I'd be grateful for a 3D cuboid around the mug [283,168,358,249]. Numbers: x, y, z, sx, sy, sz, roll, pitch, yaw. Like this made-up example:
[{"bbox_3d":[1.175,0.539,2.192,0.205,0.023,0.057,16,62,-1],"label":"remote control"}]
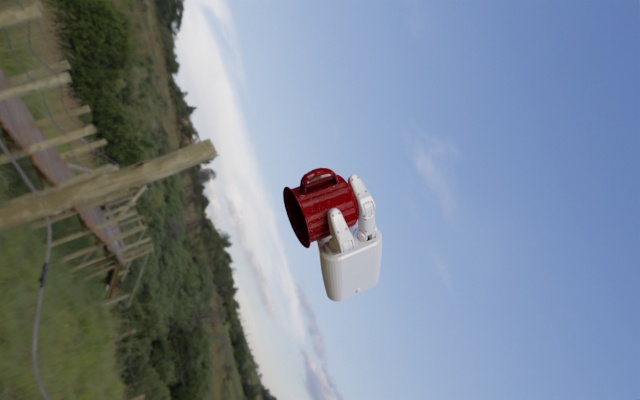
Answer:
[{"bbox_3d":[0.000,0.001,0.680,0.081,0.117,0.093,-20,41,-17],"label":"mug"}]
